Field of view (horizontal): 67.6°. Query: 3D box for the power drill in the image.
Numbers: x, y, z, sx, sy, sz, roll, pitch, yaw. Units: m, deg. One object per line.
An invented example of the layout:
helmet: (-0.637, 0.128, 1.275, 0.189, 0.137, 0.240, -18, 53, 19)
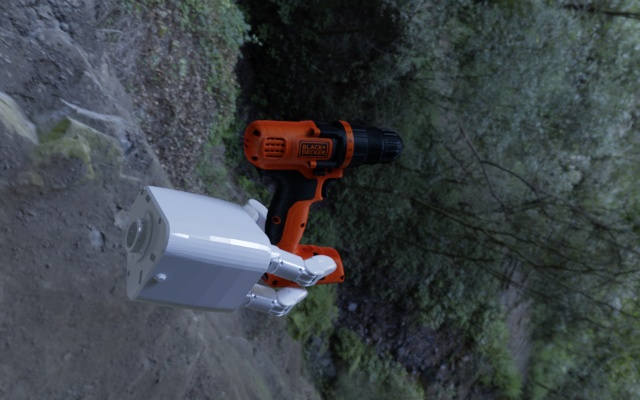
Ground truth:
power drill: (0.000, 0.002, 0.543, 0.184, 0.188, 0.057, 0, 19, -21)
